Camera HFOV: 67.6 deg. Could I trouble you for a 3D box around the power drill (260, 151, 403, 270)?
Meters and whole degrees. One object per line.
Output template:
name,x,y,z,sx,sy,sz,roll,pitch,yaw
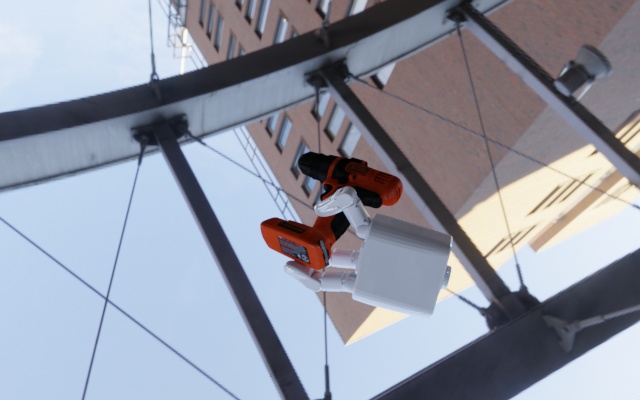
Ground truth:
power drill,0.000,0.003,0.696,0.184,0.057,0.187,19,52,34
